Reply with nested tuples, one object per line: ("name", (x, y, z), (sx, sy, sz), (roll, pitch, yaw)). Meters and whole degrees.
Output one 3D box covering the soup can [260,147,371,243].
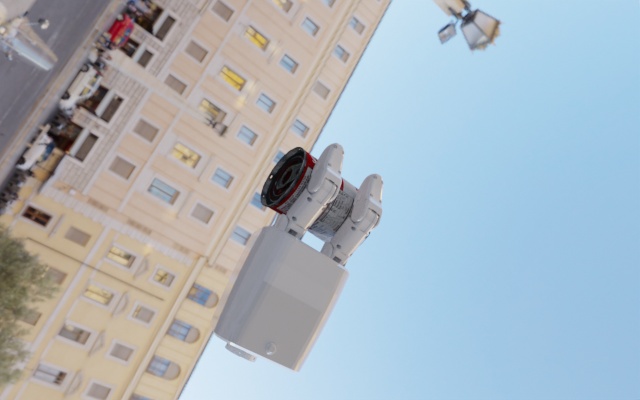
("soup can", (0.000, 0.001, 0.485), (0.102, 0.068, 0.068), (34, -16, -26))
